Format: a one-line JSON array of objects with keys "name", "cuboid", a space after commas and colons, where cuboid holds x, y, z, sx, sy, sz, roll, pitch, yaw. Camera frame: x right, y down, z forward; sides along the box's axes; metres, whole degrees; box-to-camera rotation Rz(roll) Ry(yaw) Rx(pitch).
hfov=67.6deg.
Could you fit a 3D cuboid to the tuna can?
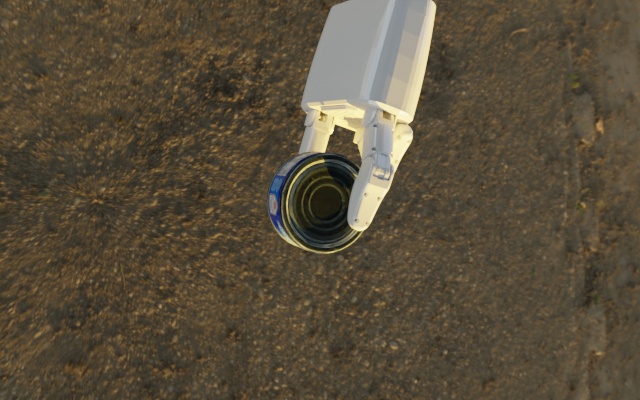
[{"name": "tuna can", "cuboid": [0.000, 0.001, 0.405, 0.086, 0.086, 0.034, 0, 5, -24]}]
